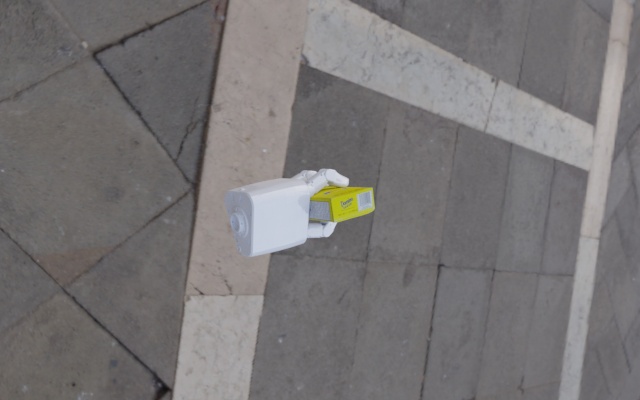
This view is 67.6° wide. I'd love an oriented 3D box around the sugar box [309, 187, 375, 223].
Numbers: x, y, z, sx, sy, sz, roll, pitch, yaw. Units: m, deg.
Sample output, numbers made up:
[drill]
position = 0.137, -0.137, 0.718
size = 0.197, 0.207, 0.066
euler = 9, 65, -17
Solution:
[sugar box]
position = 0.000, 0.002, 0.826
size = 0.093, 0.048, 0.176
euler = -14, 13, -37
